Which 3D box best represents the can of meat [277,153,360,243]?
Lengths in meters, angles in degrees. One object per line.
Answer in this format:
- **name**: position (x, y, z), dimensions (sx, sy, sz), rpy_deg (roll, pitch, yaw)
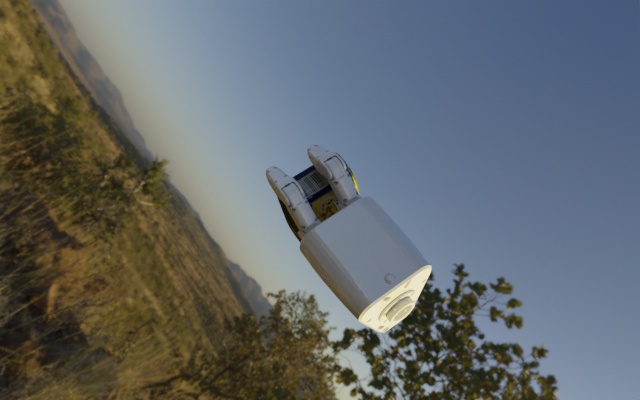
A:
- **can of meat**: position (0.000, 0.002, 0.577), dimensions (0.084, 0.057, 0.102), rpy_deg (-32, -35, -13)
